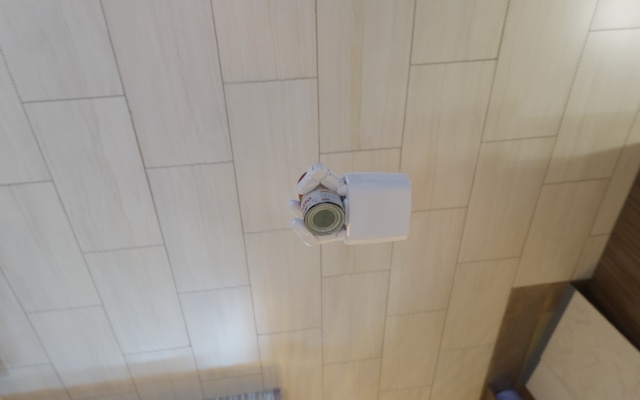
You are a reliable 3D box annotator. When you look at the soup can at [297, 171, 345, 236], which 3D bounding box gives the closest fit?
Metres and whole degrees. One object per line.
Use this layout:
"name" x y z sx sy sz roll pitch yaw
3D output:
"soup can" 0.000 0.003 0.786 0.068 0.068 0.102 0 34 -10
